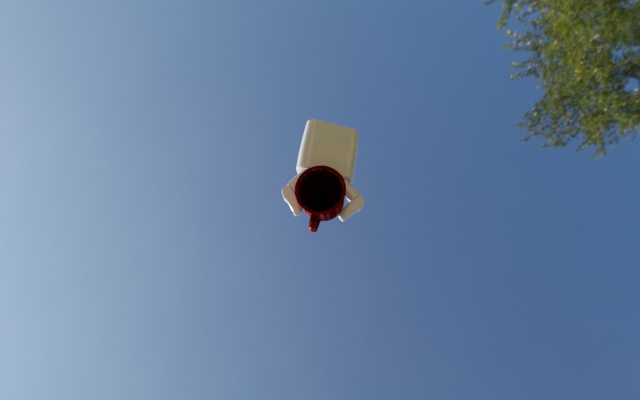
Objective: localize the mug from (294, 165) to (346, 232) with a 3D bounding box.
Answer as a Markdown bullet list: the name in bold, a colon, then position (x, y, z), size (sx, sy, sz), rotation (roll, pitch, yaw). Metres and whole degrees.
- **mug**: position (0.000, 0.004, 0.889), size (0.093, 0.117, 0.081), rotation (10, -15, 7)
